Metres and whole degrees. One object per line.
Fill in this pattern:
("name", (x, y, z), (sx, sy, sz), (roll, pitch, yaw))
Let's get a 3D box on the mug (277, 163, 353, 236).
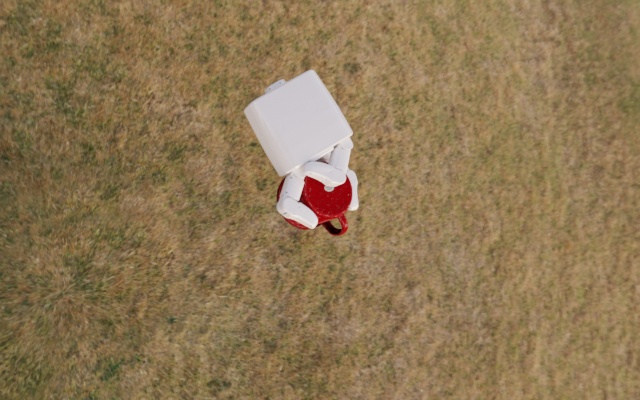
("mug", (0.001, 0.004, 0.700), (0.093, 0.117, 0.081), (-36, 8, -29))
